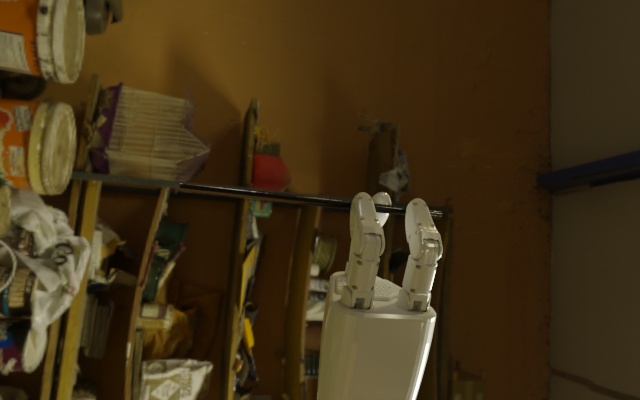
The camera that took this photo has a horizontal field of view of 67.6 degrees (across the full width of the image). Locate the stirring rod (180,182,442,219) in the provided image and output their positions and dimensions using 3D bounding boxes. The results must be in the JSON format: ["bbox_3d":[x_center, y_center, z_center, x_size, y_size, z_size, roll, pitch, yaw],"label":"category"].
[{"bbox_3d":[0.000,0.001,0.423,0.239,0.011,0.011,6,-2,-17],"label":"stirring rod"}]
